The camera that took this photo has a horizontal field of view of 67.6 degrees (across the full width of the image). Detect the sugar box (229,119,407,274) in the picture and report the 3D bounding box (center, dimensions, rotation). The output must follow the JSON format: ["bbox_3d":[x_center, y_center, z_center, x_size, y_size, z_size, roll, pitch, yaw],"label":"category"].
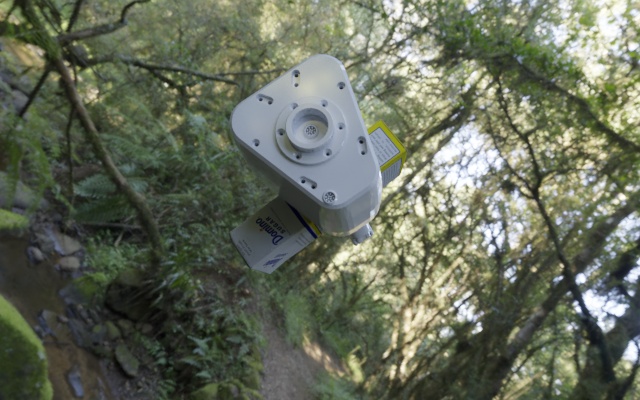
[{"bbox_3d":[0.000,0.001,0.468,0.176,0.048,0.093,-34,-13,-3],"label":"sugar box"}]
